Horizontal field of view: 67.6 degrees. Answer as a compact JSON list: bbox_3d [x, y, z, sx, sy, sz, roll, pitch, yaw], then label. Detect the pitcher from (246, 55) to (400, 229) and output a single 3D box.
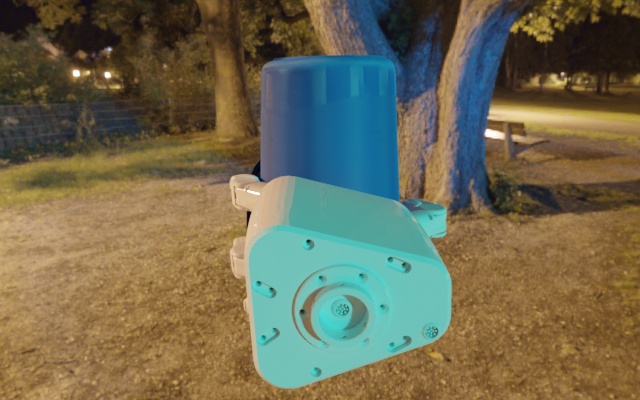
[{"bbox_3d":[0.000,0.001,0.420,0.149,0.243,0.145,-2,15,-2],"label":"pitcher"}]
